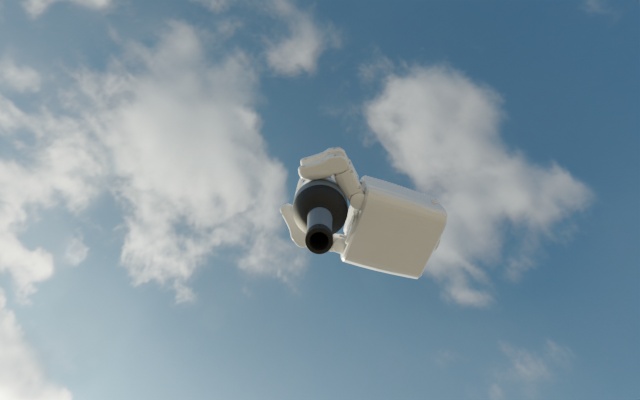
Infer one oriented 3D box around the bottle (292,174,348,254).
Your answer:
[{"bbox_3d":[0.000,0.002,0.601,0.069,0.069,0.295,0,15,1],"label":"bottle"}]
